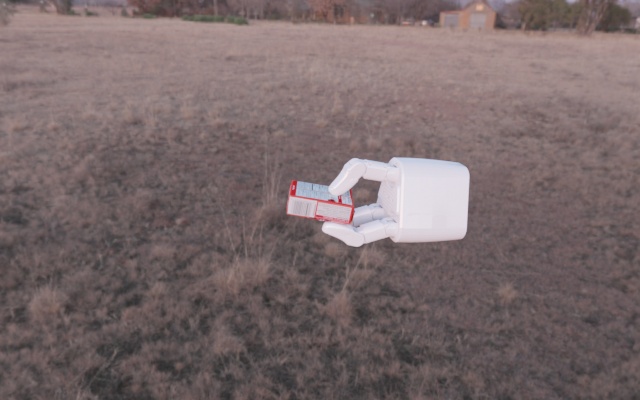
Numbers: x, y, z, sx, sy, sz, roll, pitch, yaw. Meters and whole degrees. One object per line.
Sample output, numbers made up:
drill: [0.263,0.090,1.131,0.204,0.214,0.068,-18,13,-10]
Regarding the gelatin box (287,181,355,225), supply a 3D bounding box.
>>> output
gelatin box: [0.000,0.002,0.657,0.089,0.030,0.073,10,18,-4]
